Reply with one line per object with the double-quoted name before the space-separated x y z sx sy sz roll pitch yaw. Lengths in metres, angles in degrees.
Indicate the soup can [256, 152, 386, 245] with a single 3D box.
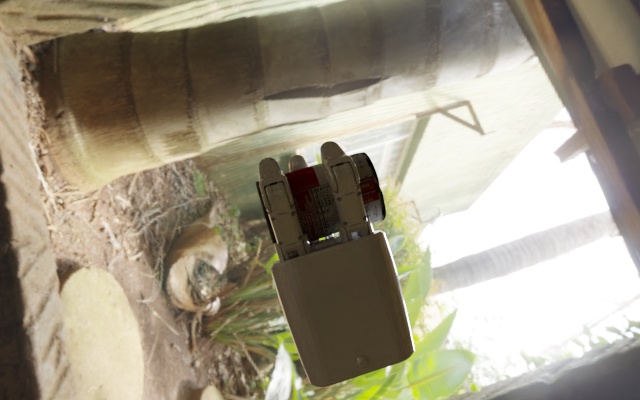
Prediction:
"soup can" 0.000 0.001 0.431 0.102 0.068 0.068 -17 1 -4
